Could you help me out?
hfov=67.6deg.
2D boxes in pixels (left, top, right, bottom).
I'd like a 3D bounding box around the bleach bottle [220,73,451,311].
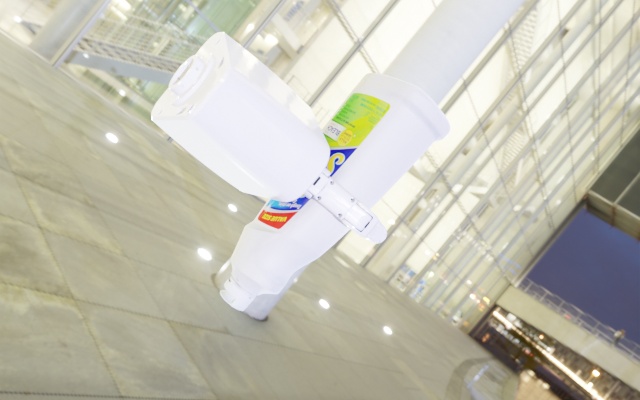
[{"bbox_3d":[0.000,0.001,0.441,0.068,0.251,0.102,39,1,-35],"label":"bleach bottle"}]
